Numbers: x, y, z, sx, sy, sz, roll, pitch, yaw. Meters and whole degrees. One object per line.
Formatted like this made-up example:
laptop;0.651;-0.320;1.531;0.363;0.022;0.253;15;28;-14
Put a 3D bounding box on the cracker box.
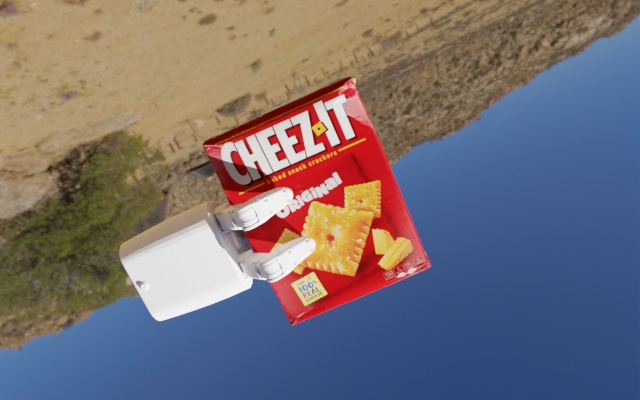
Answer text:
cracker box;0.000;0.002;0.504;0.164;0.214;0.072;-23;12;6
